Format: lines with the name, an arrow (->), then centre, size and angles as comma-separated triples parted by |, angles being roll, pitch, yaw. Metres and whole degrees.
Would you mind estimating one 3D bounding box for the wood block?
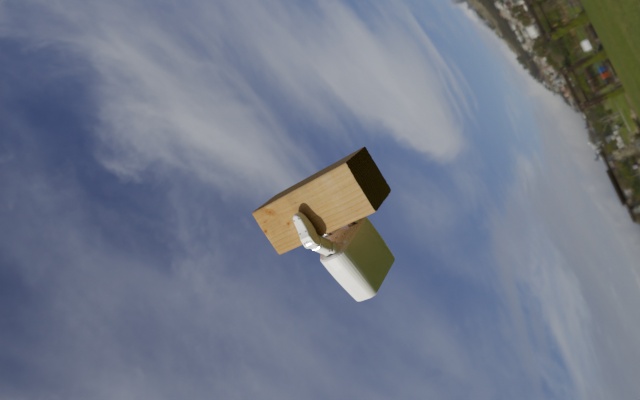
wood block -> 0.000, 0.003, 0.801 | 0.206, 0.090, 0.090 | -27, 9, 32
